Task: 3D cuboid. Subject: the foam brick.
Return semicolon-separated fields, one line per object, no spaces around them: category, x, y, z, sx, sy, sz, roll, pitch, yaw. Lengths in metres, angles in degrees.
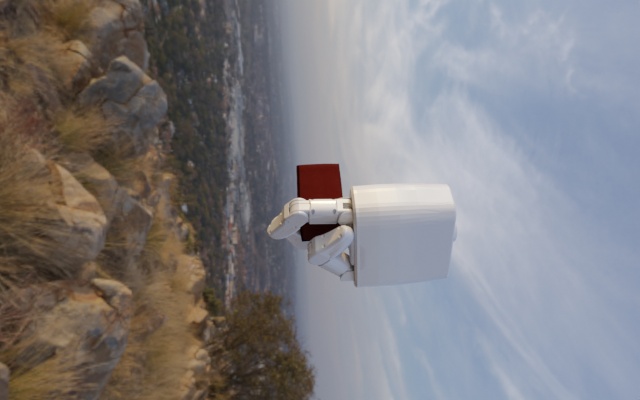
foam brick;0.000;0.002;0.558;0.051;0.078;0.053;-5;-40;1
